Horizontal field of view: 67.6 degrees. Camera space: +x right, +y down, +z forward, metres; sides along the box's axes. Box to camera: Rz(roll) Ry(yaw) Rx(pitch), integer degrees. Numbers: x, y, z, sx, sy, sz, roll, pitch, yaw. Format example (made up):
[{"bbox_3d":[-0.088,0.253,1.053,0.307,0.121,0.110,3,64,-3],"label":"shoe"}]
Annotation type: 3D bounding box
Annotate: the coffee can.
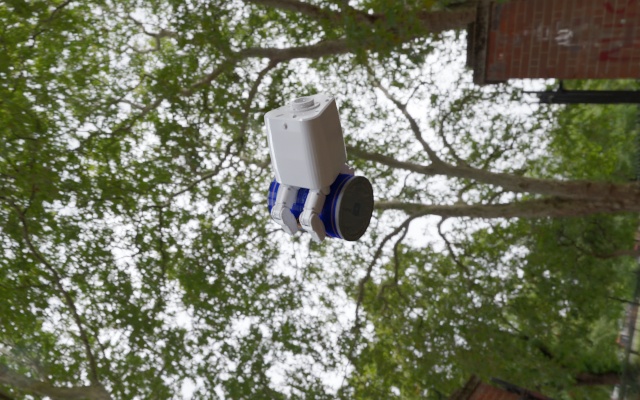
[{"bbox_3d":[0.000,0.003,0.763,0.140,0.103,0.103,11,6,35],"label":"coffee can"}]
